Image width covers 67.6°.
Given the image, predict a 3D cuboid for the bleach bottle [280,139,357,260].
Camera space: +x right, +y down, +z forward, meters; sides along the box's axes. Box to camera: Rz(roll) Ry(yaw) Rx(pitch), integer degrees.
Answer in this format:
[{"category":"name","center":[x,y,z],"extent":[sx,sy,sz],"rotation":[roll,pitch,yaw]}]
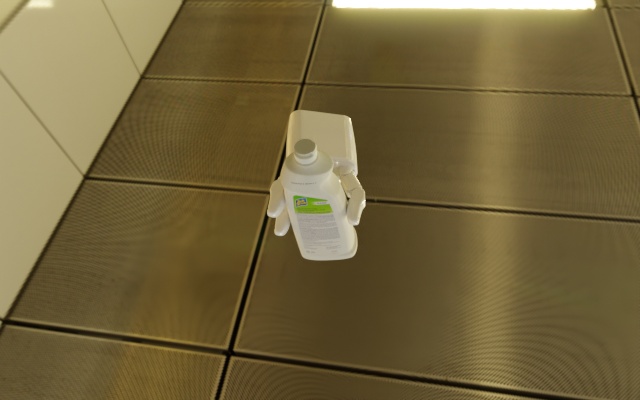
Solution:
[{"category":"bleach bottle","center":[0.000,0.002,0.722],"extent":[0.102,0.068,0.251],"rotation":[-4,-36,4]}]
